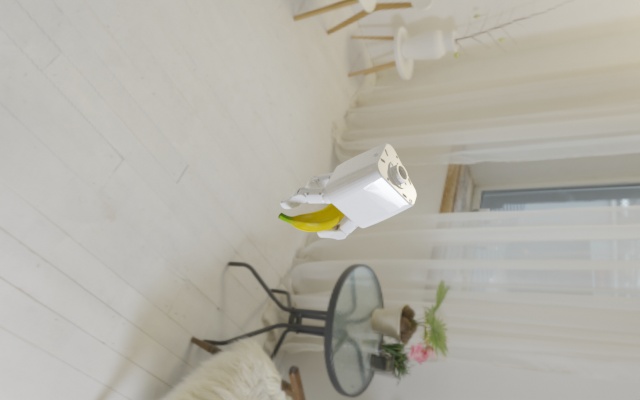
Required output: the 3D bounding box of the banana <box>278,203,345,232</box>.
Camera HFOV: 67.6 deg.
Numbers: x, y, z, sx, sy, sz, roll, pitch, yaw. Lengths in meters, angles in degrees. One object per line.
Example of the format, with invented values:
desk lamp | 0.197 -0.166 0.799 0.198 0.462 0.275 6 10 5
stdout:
banana | 0.010 0.018 0.878 0.197 0.069 0.037 -24 -21 -52
